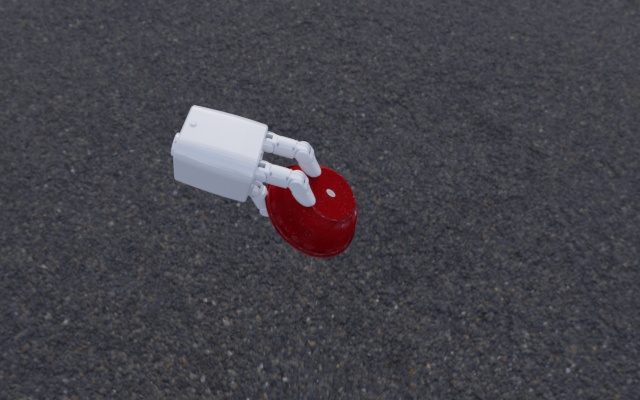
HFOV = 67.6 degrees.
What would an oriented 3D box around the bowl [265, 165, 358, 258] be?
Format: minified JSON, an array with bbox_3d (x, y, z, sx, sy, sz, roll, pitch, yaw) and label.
[{"bbox_3d":[0.001,0.002,0.722,0.162,0.162,0.055,0,-28,-36],"label":"bowl"}]
